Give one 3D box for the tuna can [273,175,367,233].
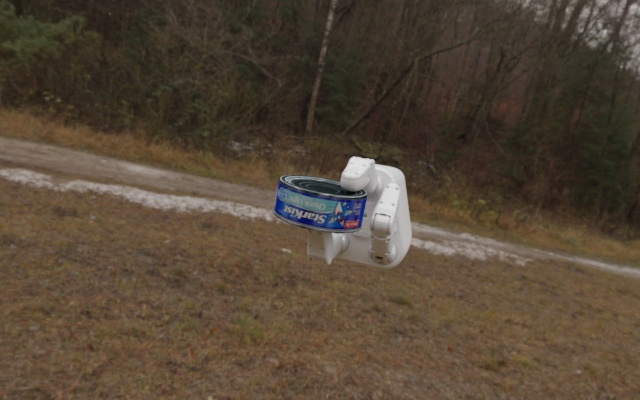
[{"bbox_3d":[0.000,0.001,0.448,0.086,0.034,0.086,10,12,-2],"label":"tuna can"}]
